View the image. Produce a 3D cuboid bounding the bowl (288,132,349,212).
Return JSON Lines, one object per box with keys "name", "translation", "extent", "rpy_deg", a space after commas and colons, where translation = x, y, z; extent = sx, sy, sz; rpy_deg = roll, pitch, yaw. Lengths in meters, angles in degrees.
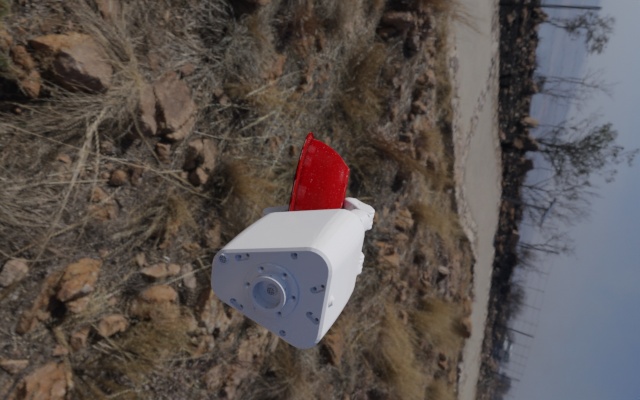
{"name": "bowl", "translation": [0.001, 0.001, 0.577], "extent": [0.055, 0.162, 0.162], "rpy_deg": [10, 1, 4]}
